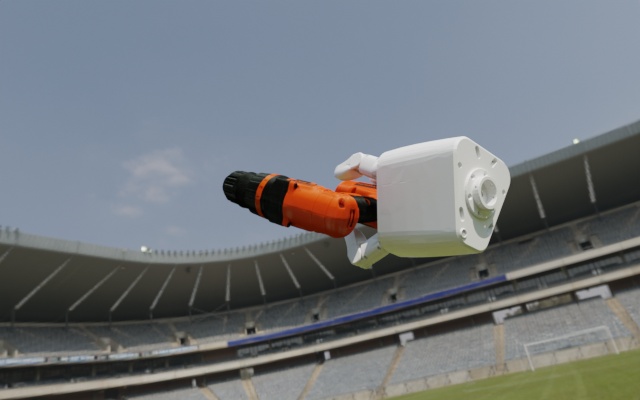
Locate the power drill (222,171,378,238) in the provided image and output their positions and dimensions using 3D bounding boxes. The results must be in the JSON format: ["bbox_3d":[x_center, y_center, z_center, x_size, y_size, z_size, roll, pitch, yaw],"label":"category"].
[{"bbox_3d":[0.001,0.002,0.578,0.184,0.057,0.187,17,11,37],"label":"power drill"}]
